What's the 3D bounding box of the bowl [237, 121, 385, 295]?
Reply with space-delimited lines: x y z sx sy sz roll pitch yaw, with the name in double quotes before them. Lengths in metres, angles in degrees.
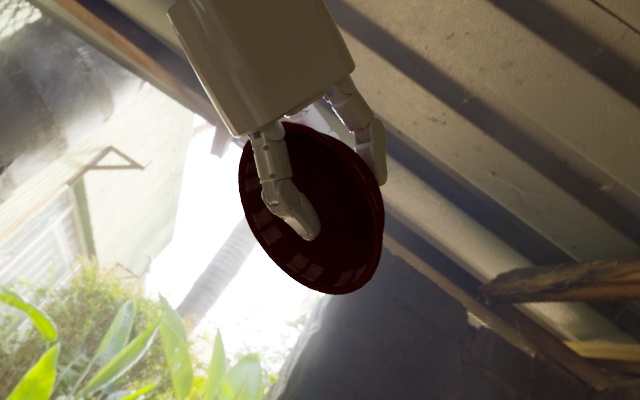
"bowl" 0.001 0.002 0.428 0.162 0.162 0.055 0 22 43
